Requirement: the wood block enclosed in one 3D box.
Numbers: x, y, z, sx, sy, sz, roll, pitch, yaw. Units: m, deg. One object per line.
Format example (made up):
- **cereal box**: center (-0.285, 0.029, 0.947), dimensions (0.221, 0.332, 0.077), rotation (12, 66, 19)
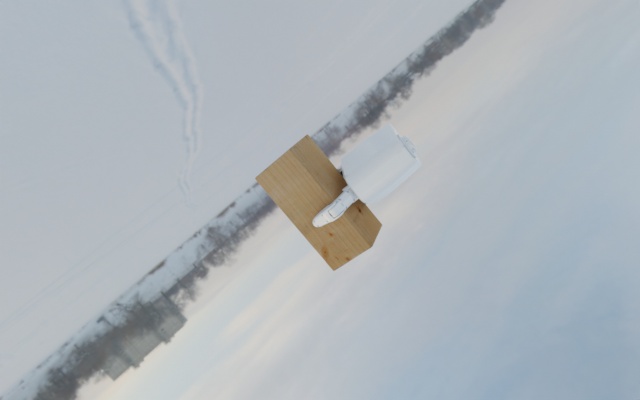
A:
- **wood block**: center (0.000, 0.003, 0.813), dimensions (0.090, 0.206, 0.090), rotation (-36, 7, 29)
